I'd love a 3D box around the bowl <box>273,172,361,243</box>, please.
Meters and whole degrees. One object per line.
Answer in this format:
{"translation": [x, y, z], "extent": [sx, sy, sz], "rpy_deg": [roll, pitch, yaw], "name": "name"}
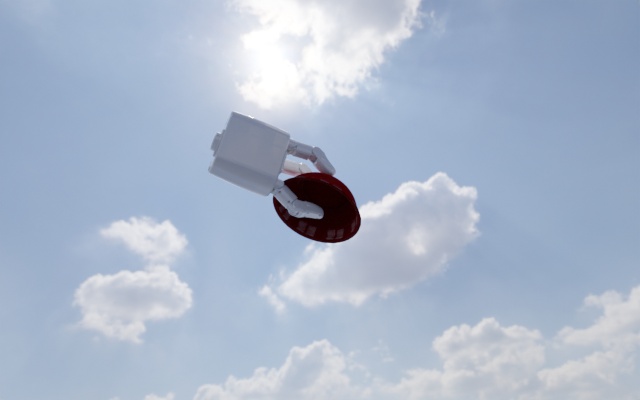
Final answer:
{"translation": [0.001, 0.003, 0.841], "extent": [0.162, 0.162, 0.055], "rpy_deg": [0, 43, 26], "name": "bowl"}
